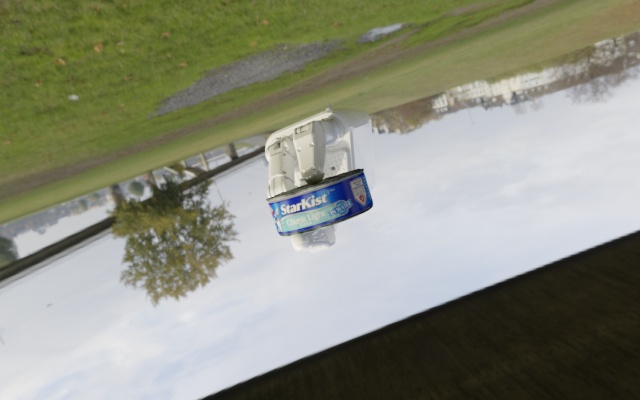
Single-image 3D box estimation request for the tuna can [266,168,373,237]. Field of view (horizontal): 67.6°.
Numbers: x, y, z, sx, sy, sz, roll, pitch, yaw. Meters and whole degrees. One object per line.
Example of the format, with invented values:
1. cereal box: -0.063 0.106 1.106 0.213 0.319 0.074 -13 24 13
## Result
1. tuna can: 0.000 0.002 0.401 0.086 0.034 0.086 -18 5 1
